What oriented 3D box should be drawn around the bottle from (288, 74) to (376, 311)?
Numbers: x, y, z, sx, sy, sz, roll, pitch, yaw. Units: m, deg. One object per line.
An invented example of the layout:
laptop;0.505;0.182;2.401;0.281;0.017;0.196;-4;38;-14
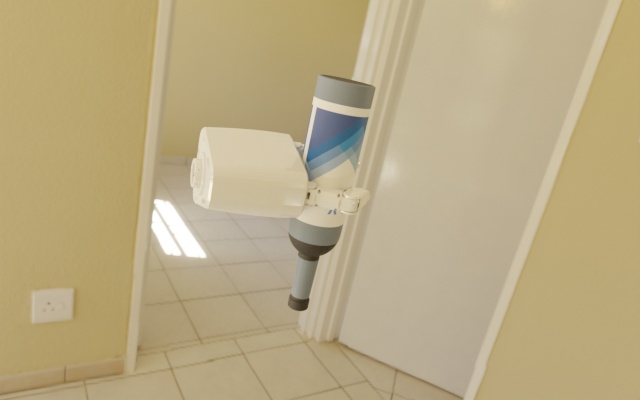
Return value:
bottle;0.000;0.002;0.582;0.069;0.296;0.069;11;18;-4
